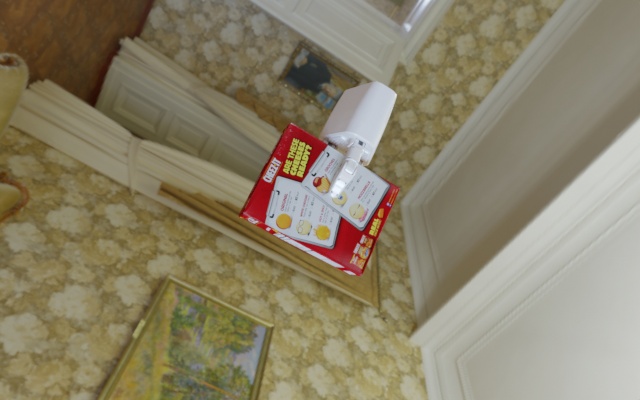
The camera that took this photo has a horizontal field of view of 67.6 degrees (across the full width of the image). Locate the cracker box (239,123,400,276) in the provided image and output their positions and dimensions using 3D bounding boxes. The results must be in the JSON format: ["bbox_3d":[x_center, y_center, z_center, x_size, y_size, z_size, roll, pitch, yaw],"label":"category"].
[{"bbox_3d":[0.000,0.003,0.775,0.214,0.164,0.072,29,-15,-13],"label":"cracker box"}]
